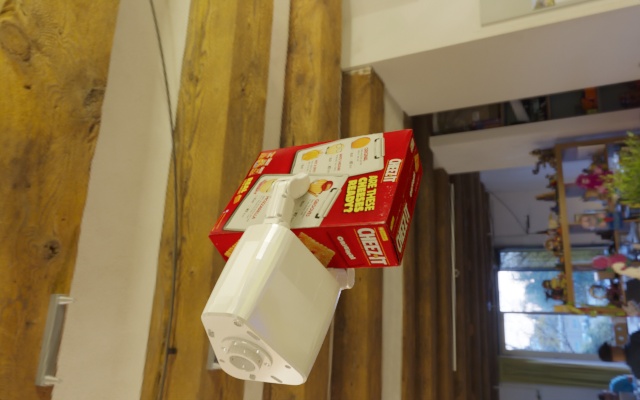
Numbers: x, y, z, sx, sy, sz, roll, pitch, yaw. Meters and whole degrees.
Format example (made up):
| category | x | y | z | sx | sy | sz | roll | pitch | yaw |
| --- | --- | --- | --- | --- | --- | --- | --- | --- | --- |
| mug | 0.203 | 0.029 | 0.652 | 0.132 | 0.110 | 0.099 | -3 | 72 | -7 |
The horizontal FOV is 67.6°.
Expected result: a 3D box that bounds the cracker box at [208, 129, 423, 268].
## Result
| category | x | y | z | sx | sy | sz | roll | pitch | yaw |
| --- | --- | --- | --- | --- | --- | --- | --- | --- | --- |
| cracker box | 0.000 | 0.002 | 0.563 | 0.214 | 0.072 | 0.164 | -5 | 39 | 26 |
